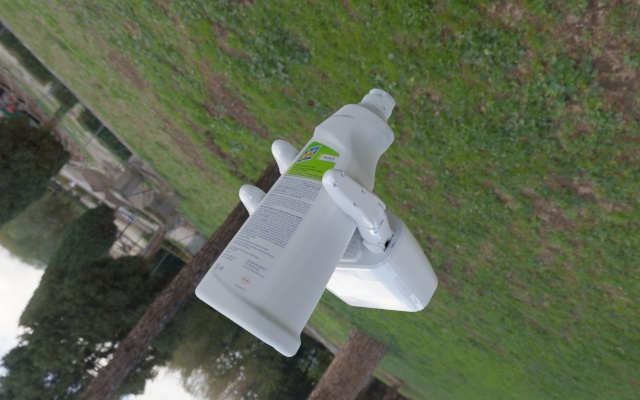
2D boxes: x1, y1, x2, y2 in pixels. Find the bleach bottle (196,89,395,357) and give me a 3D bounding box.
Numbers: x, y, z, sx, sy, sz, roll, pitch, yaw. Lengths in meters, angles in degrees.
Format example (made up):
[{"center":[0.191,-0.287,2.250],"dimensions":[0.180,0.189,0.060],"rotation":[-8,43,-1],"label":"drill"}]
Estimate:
[{"center":[0.000,0.001,0.425],"dimensions":[0.102,0.250,0.068],"rotation":[16,-24,44],"label":"bleach bottle"}]
